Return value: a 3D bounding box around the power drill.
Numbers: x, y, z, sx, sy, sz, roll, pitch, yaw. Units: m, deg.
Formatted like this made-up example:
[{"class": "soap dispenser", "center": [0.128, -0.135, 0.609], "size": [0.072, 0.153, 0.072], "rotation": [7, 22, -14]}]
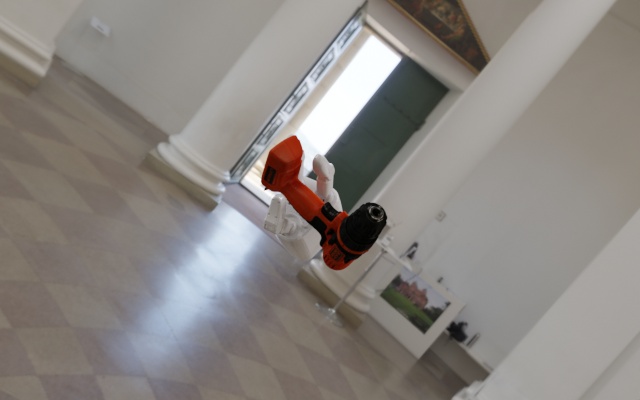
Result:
[{"class": "power drill", "center": [0.000, 0.002, 0.661], "size": [0.057, 0.187, 0.184], "rotation": [-35, -12, -28]}]
